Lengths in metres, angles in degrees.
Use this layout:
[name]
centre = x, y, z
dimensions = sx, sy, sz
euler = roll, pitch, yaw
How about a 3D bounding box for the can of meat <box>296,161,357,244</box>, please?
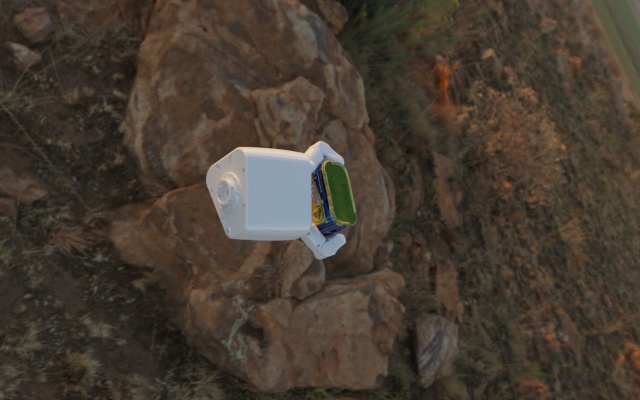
[can of meat]
centre = 0.000, 0.002, 0.690
dimensions = 0.057, 0.102, 0.084
euler = 5, -23, -45
